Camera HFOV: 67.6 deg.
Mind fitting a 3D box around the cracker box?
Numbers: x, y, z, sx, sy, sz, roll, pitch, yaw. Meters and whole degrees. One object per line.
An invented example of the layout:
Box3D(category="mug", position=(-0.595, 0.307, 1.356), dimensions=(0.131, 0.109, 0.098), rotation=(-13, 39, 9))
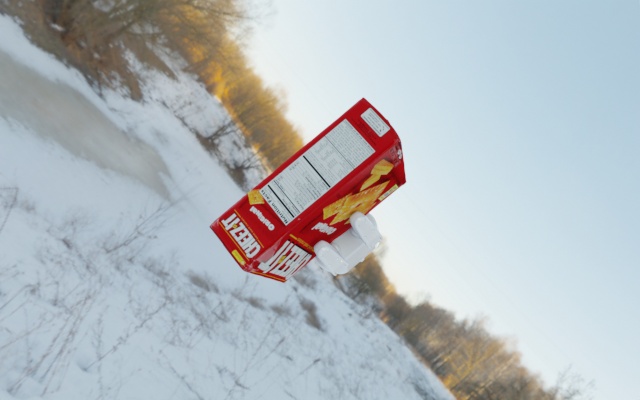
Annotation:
Box3D(category="cracker box", position=(0.000, 0.002, 0.562), dimensions=(0.213, 0.072, 0.164), rotation=(-40, -18, -1))
